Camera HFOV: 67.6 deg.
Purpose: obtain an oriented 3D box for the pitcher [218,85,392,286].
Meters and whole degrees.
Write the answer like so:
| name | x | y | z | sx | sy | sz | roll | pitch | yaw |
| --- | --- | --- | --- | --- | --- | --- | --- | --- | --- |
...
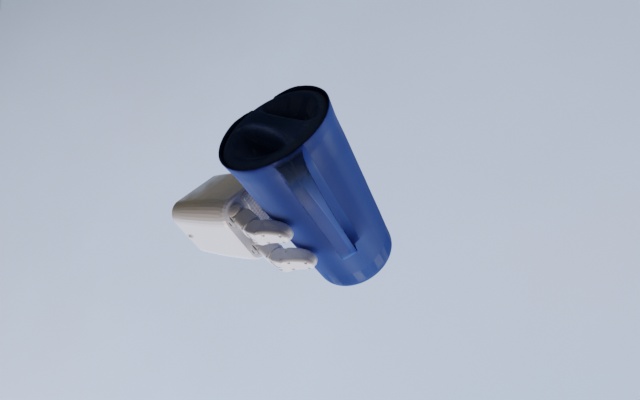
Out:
| name | x | y | z | sx | sy | sz | roll | pitch | yaw |
| --- | --- | --- | --- | --- | --- | --- | --- | --- | --- |
| pitcher | 0.000 | 0.002 | 0.566 | 0.145 | 0.149 | 0.243 | 1 | -41 | 35 |
